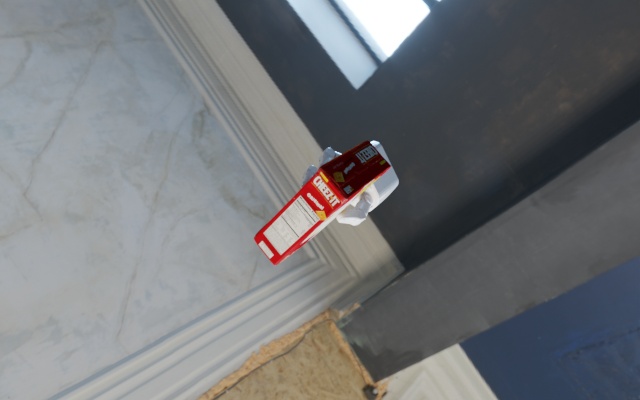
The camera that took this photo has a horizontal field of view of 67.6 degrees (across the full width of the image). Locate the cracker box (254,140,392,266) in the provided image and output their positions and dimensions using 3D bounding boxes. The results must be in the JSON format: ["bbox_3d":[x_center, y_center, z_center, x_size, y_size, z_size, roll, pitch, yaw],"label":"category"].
[{"bbox_3d":[0.000,0.003,0.820,0.214,0.072,0.164,-44,-6,39],"label":"cracker box"}]
